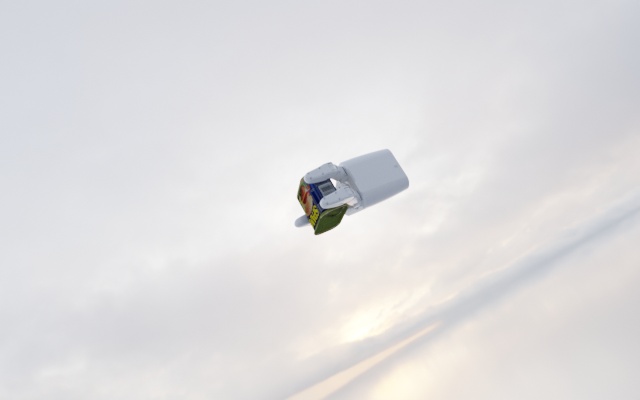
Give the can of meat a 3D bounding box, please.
[{"bbox_3d":[0.000,0.003,0.867,0.057,0.084,0.102,-22,-21,-20],"label":"can of meat"}]
